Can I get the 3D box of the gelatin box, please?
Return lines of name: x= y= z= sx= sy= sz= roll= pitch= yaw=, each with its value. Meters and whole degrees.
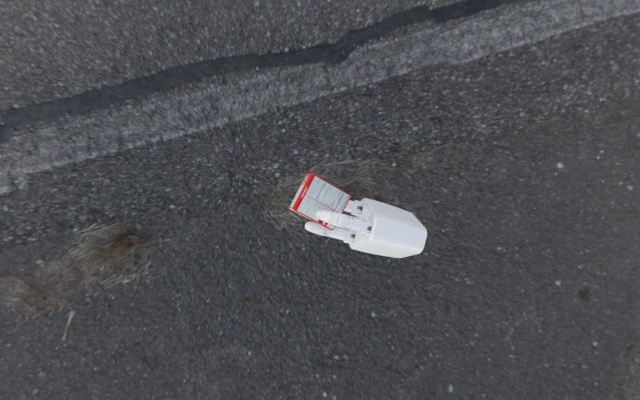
gelatin box: x=0.000 y=0.003 z=0.854 sx=0.089 sy=0.073 sz=0.030 roll=29 pitch=-3 yaw=-19
